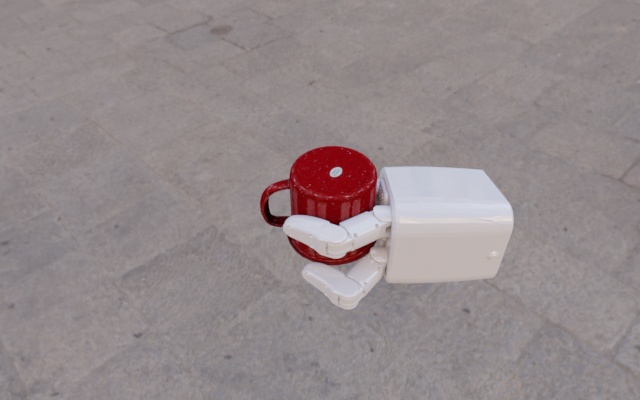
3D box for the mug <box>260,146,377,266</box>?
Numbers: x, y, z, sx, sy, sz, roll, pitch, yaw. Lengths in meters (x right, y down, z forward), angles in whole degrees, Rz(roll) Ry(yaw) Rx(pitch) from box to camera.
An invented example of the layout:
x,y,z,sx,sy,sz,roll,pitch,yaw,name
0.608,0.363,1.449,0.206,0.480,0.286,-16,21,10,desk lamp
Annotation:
x,y,z,sx,sy,sz,roll,pitch,yaw,name
-0.001,0.001,0.462,0.117,0.082,0.093,0,42,0,mug
